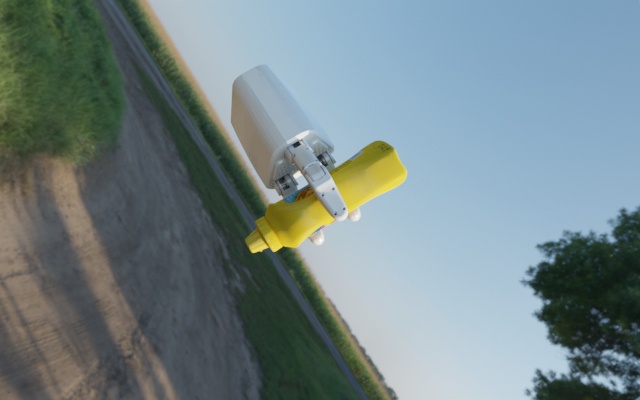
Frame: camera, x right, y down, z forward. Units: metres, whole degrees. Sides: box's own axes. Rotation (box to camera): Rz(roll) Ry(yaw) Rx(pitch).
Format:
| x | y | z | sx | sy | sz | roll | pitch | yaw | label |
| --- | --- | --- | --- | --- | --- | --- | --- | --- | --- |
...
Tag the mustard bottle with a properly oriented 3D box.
| x | y | z | sx | sy | sz | roll | pitch | yaw | label |
| --- | --- | --- | --- | --- | --- | --- | --- | --- | --- |
| 0.000 | 0.002 | 0.545 | 0.191 | 0.058 | 0.096 | -31 | 9 | -6 | mustard bottle |
